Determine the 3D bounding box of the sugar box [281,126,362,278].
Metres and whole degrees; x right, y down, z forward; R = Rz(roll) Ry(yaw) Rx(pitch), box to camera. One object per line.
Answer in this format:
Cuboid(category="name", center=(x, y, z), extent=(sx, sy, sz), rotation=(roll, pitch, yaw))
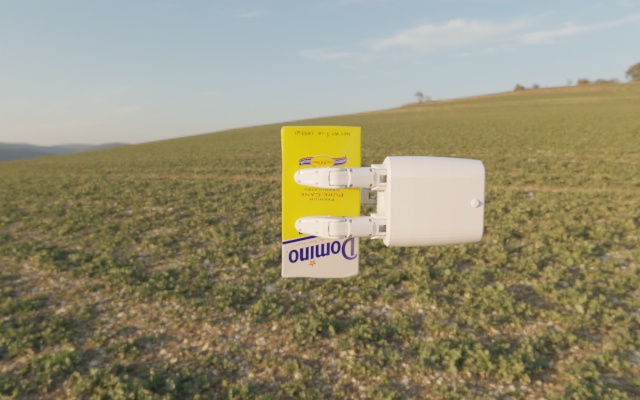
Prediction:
Cuboid(category="sugar box", center=(0.000, 0.002, 0.564), extent=(0.093, 0.176, 0.048), rotation=(-1, 5, -3))
